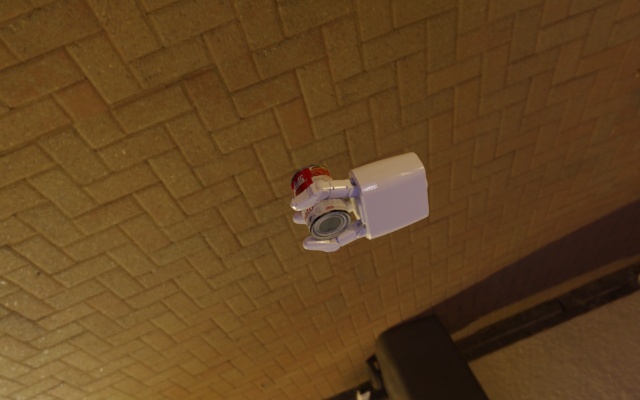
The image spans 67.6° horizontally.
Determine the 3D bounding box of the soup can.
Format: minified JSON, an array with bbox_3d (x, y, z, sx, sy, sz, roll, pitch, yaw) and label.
[{"bbox_3d":[0.000,0.003,0.742,0.068,0.102,0.069,-15,-39,-12],"label":"soup can"}]
